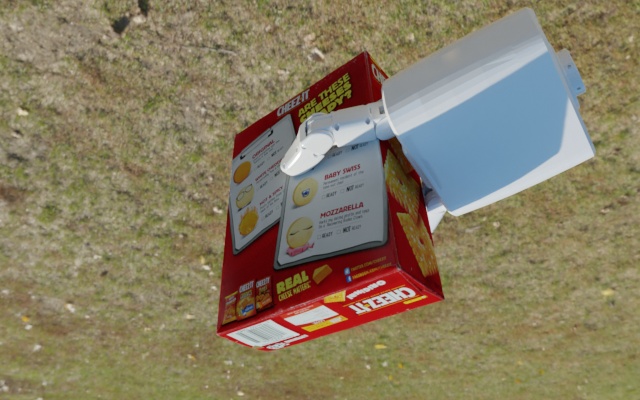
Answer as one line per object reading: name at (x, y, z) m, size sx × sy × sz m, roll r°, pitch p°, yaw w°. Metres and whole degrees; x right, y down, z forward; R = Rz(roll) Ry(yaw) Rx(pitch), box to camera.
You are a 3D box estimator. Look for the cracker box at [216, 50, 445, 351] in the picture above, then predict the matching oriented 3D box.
cracker box at (0.000, 0.001, 0.405) m, size 0.164 × 0.213 × 0.072 m, roll -26°, pitch -43°, yaw 28°
